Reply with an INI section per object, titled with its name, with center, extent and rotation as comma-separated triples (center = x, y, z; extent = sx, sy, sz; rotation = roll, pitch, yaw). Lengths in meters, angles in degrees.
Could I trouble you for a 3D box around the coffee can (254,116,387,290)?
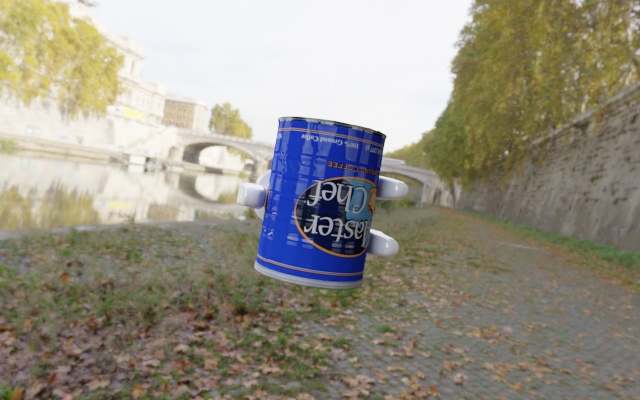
[coffee can]
center = 0.000, 0.002, 0.445
extent = 0.103, 0.140, 0.103
rotation = 9, 2, 0
